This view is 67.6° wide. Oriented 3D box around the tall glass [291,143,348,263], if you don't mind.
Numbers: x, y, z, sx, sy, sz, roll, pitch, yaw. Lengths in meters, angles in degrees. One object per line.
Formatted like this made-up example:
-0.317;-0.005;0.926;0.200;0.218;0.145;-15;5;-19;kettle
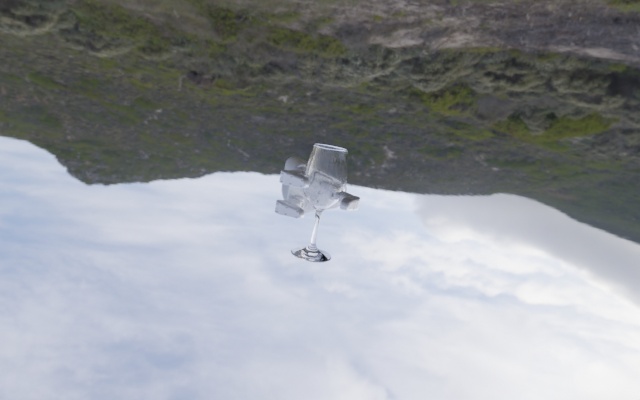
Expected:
0.000;0.003;0.845;0.079;0.201;0.079;10;13;-2;tall glass
